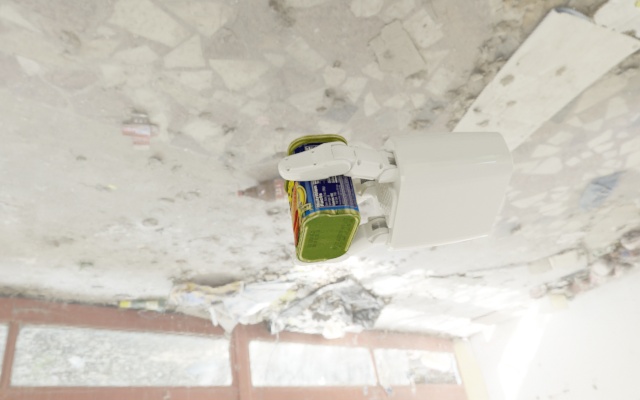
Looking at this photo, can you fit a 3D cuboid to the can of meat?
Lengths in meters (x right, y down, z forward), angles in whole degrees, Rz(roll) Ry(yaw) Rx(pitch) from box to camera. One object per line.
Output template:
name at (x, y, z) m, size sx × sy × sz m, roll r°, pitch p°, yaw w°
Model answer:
can of meat at (0.000, 0.002, 0.455) m, size 0.057 × 0.084 × 0.102 m, roll -4°, pitch -31°, yaw -11°
